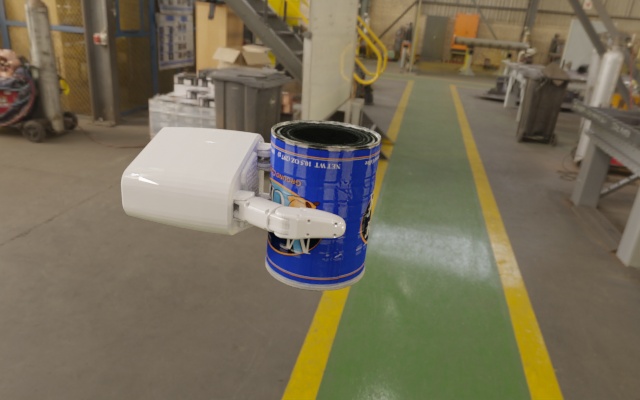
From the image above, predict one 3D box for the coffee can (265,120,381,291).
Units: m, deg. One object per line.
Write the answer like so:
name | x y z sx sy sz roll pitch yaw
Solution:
coffee can | 0.000 0.002 0.467 0.103 0.140 0.102 4 21 -2
